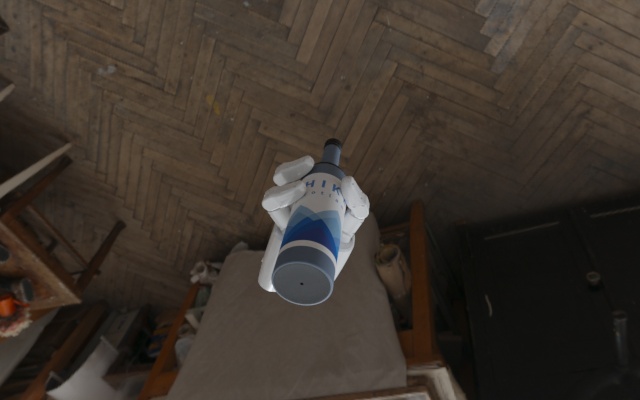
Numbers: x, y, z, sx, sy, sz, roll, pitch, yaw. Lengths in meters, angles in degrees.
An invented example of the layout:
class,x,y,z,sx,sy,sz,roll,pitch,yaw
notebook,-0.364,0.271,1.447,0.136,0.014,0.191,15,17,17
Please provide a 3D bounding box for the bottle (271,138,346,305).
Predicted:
class,x,y,z,sx,sy,sz,roll,pitch,yaw
bottle,0.000,0.002,0.621,0.069,0.069,0.295,0,36,10
